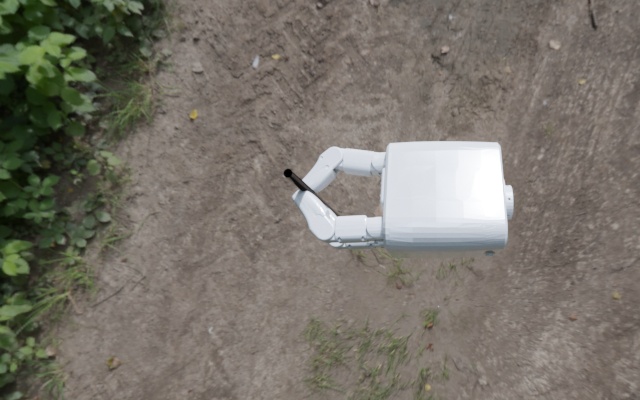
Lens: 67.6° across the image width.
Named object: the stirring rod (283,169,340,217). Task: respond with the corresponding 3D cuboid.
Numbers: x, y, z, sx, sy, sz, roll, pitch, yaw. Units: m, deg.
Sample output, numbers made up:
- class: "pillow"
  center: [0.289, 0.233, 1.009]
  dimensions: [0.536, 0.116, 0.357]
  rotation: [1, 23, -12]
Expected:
- class: "stirring rod"
  center: [0.000, 0.002, 0.526]
  dimensions: [0.011, 0.011, 0.239]
  rotation: [0, -12, 14]
